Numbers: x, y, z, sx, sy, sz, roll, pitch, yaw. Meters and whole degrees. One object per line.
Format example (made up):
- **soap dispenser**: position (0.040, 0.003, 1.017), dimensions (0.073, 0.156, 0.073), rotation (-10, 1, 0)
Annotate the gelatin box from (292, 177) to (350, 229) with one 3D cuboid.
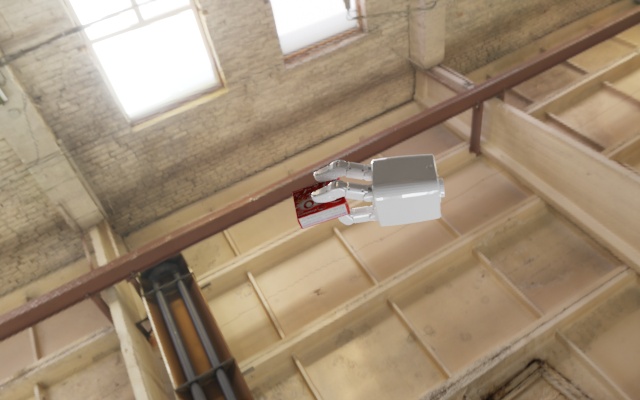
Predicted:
- **gelatin box**: position (0.000, 0.003, 0.818), dimensions (0.089, 0.030, 0.073), rotation (-19, 41, 4)
